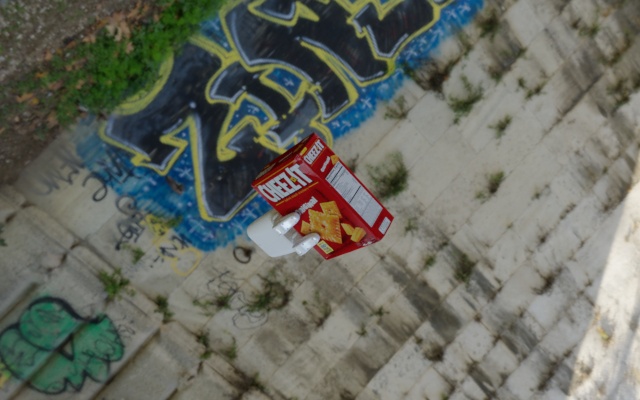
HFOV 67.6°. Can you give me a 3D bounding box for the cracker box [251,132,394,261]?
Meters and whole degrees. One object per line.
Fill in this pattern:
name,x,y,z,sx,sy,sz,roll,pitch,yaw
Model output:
cracker box,0.000,0.003,0.866,0.164,0.214,0.072,-27,23,49
